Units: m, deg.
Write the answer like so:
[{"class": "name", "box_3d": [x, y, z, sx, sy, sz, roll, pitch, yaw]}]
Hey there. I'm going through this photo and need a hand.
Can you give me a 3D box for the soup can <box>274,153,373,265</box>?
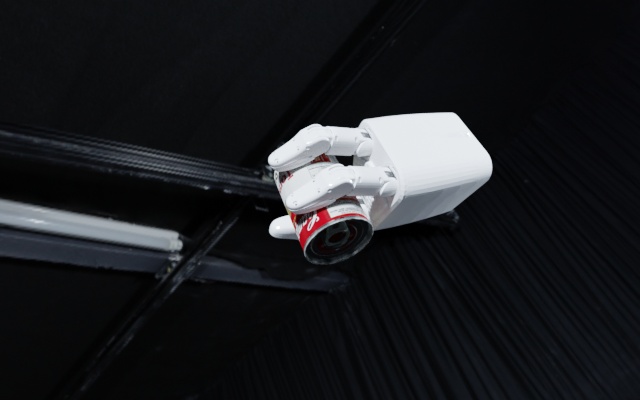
[{"class": "soup can", "box_3d": [-0.001, 0.001, 0.466, 0.068, 0.102, 0.069, -16, -37, -12]}]
